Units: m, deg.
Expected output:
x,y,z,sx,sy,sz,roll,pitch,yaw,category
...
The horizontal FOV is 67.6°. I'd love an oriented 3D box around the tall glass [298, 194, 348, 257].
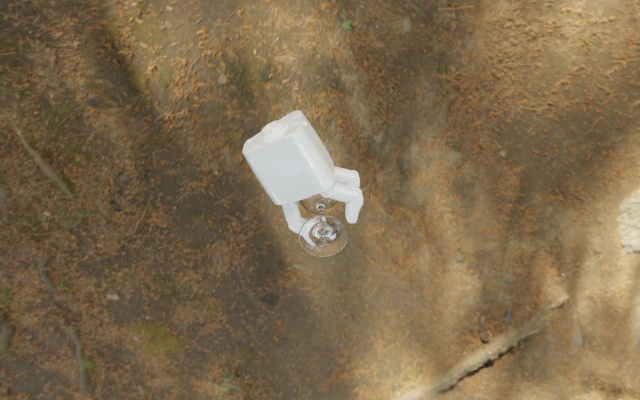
x,y,z,sx,sy,sz,roll,pitch,yaw,category
0.000,0.003,0.796,0.079,0.079,0.201,0,31,-3,tall glass
